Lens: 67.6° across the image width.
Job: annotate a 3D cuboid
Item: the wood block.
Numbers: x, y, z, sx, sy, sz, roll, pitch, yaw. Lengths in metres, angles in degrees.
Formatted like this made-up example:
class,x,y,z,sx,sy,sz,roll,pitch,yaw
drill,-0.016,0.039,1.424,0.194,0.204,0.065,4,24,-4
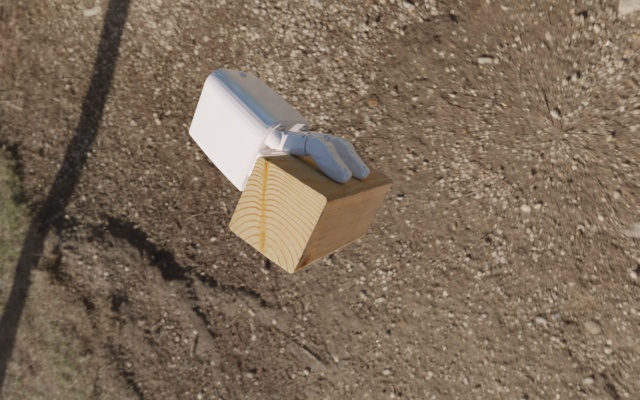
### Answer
class,x,y,z,sx,sy,sz,roll,pitch,yaw
wood block,0.000,0.002,0.567,0.090,0.091,0.206,33,20,19
